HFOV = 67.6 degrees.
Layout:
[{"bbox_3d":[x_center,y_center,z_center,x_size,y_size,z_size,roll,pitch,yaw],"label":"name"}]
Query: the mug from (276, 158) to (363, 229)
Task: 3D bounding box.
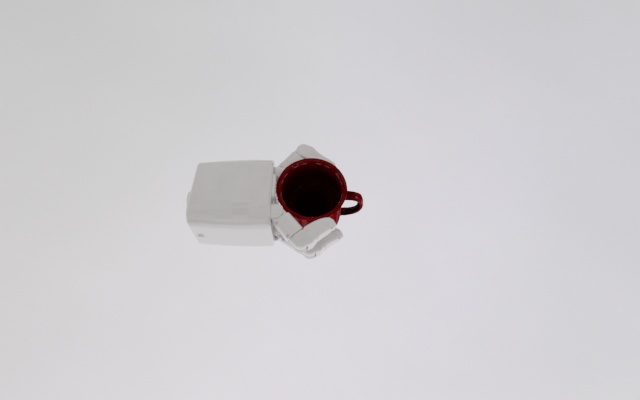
[{"bbox_3d":[0.002,0.002,0.656,0.117,0.093,0.081,0,-27,0],"label":"mug"}]
